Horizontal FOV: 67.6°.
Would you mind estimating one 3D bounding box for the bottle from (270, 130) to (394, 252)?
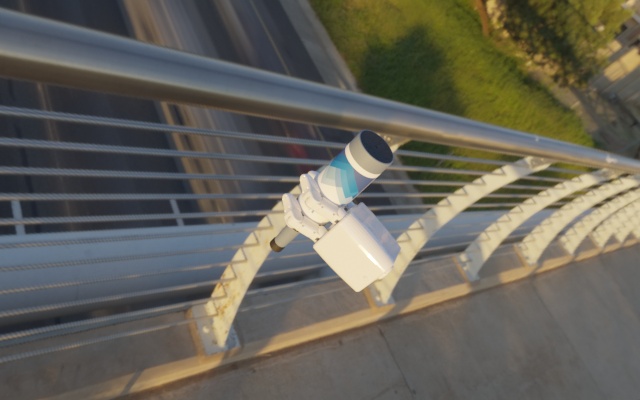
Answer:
[{"bbox_3d":[0.000,0.002,0.794,0.069,0.069,0.296,0,-34,-43],"label":"bottle"}]
